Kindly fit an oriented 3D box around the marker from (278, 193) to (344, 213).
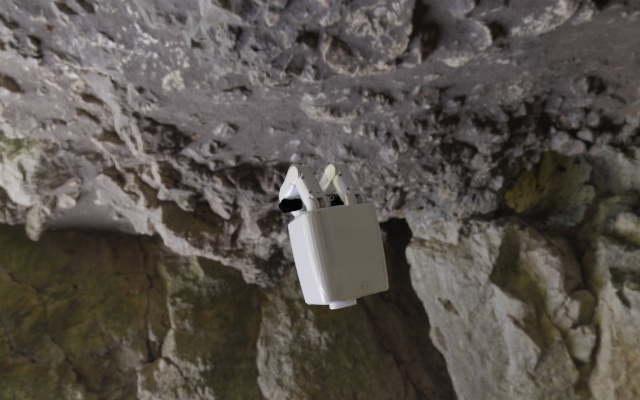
[{"bbox_3d":[0.000,0.002,0.626,0.121,0.020,0.020,-6,3,-33],"label":"marker"}]
